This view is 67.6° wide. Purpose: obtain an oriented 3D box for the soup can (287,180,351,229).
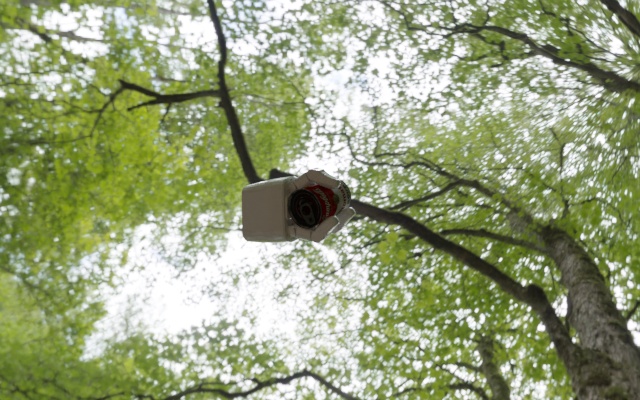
[{"bbox_3d":[0.001,0.002,0.823,0.068,0.068,0.102,0,13,34],"label":"soup can"}]
